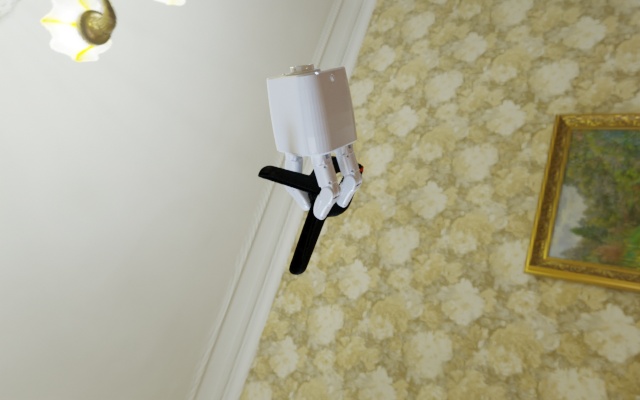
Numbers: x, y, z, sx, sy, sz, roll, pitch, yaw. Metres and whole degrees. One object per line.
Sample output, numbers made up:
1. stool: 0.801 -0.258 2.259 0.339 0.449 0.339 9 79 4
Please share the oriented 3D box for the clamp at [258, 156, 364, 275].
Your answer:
1. clamp: 0.000 0.002 0.715 0.036 0.164 0.210 4 22 39
